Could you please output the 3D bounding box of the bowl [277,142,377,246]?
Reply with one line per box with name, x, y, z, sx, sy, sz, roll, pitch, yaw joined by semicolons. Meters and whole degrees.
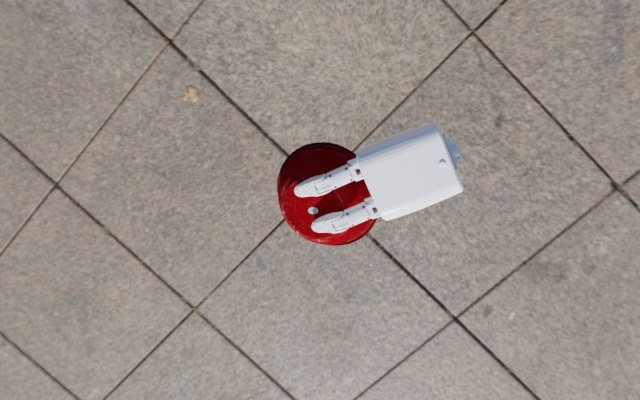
bowl;-0.001;0.003;0.676;0.162;0.162;0.055;0;22;24
